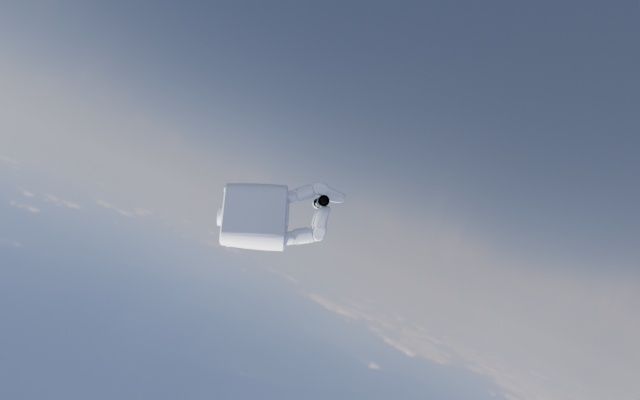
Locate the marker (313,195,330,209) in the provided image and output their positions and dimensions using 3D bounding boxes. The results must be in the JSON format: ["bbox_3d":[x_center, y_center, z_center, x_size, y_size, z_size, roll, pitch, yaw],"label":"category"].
[{"bbox_3d":[0.000,0.003,0.836,0.020,0.020,0.121,0,-3,-5],"label":"marker"}]
